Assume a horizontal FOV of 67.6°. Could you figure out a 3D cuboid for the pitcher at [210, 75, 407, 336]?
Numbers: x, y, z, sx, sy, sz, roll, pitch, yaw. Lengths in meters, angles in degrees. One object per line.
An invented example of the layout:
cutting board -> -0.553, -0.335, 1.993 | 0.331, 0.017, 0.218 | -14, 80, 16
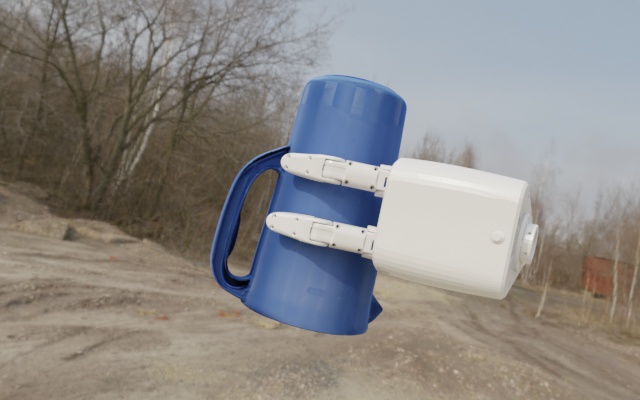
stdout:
pitcher -> 0.000, 0.002, 0.486 | 0.145, 0.243, 0.149 | 13, -1, 29
